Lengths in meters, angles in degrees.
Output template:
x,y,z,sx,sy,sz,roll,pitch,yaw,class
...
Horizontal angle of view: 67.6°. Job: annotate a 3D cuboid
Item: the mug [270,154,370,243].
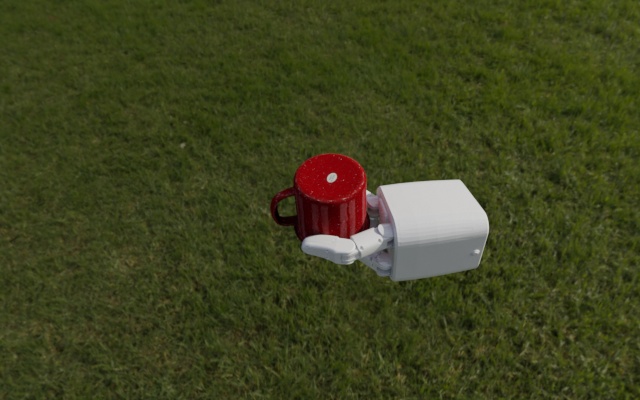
x,y,z,sx,sy,sz,roll,pitch,yaw,class
-0.001,0.002,0.551,0.117,0.093,0.082,-7,-44,-2,mug
